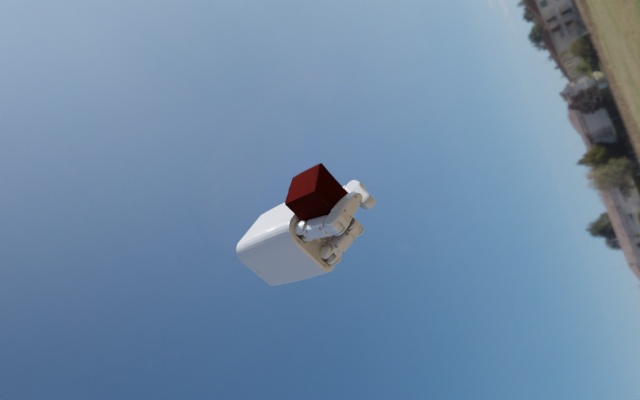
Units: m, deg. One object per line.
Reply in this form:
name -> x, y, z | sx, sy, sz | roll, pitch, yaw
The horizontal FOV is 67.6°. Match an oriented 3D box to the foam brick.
foam brick -> 0.000, 0.002, 0.619 | 0.051, 0.053, 0.078 | -21, -53, 32
